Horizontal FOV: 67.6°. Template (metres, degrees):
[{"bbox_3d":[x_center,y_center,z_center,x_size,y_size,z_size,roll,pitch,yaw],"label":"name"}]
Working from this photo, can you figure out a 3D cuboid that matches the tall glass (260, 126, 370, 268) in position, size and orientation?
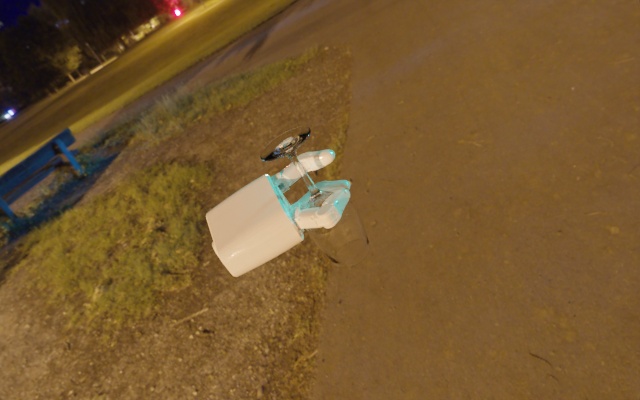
[{"bbox_3d":[0.000,0.002,0.656,0.079,0.201,0.079,-24,28,14],"label":"tall glass"}]
